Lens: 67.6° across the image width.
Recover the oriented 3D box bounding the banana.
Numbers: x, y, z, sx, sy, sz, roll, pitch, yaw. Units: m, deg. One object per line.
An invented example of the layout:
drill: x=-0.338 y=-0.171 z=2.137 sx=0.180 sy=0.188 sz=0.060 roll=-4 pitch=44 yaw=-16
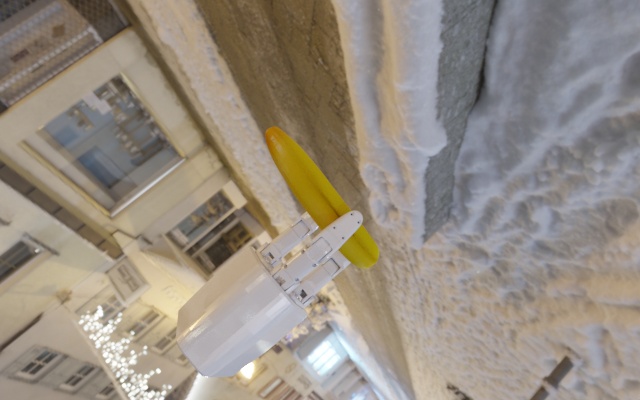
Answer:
banana: x=0.007 y=0.009 z=0.493 sx=0.037 sy=0.198 sz=0.069 roll=-39 pitch=23 yaw=-2
